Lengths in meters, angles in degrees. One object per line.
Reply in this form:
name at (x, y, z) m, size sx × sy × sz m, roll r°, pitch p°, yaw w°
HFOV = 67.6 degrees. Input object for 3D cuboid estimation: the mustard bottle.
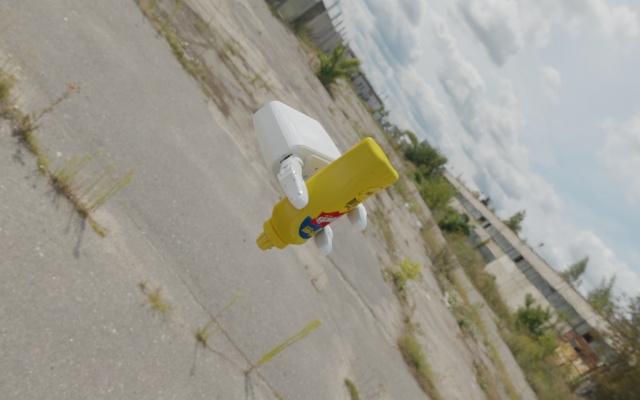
mustard bottle at (0.000, 0.002, 0.584) m, size 0.191 × 0.058 × 0.096 m, roll -35°, pitch -16°, yaw 11°
